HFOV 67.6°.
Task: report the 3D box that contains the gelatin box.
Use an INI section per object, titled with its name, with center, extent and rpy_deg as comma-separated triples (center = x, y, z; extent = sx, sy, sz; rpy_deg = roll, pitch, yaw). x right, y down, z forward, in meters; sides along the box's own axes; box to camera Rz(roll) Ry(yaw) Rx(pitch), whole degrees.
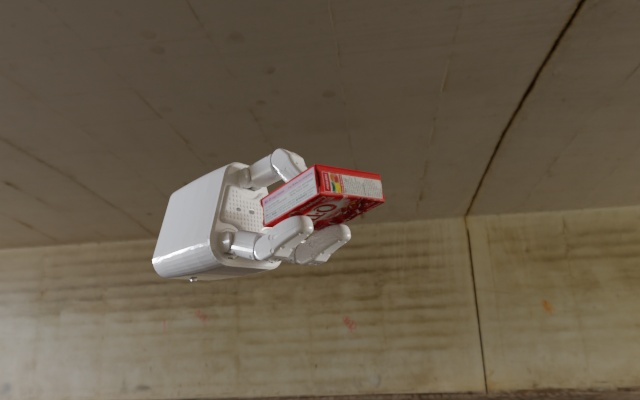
[gelatin box]
center = 0.000, 0.001, 0.424
extent = 0.073, 0.030, 0.089
rpy_deg = 7, -24, -38
